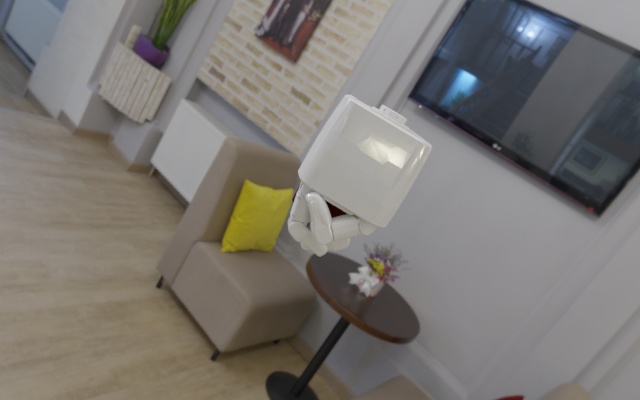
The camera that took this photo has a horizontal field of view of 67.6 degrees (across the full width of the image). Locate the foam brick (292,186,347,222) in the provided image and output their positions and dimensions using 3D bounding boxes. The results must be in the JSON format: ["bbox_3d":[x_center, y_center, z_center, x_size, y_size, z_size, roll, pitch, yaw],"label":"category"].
[{"bbox_3d":[0.000,0.002,0.605,0.053,0.051,0.078,25,16,-16],"label":"foam brick"}]
